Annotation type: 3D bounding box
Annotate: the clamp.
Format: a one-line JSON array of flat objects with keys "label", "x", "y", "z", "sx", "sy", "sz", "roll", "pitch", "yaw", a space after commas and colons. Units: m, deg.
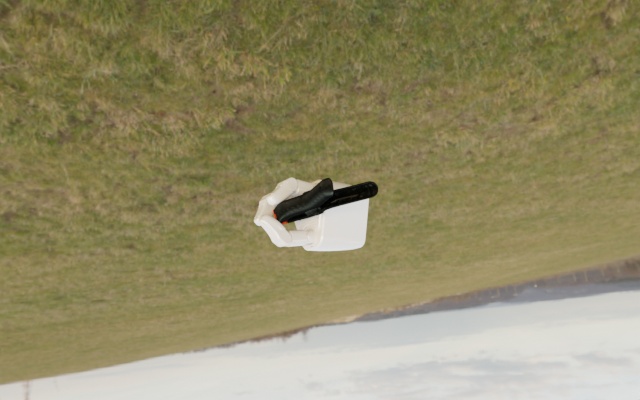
[{"label": "clamp", "x": 0.000, "y": 0.003, "z": 0.718, "sx": 0.120, "sy": 0.039, "sz": 0.171, "roll": 5, "pitch": -18, "yaw": -40}]
